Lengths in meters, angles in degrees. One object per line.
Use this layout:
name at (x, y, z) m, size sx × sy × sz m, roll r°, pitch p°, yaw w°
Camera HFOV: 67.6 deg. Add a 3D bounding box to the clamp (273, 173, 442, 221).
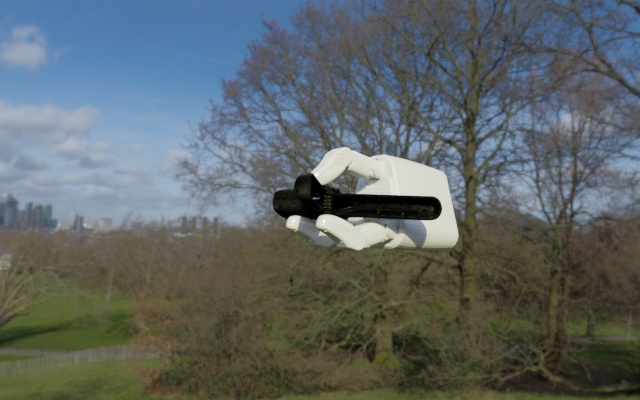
clamp at (0.000, 0.001, 0.521) m, size 0.164 × 0.036 × 0.210 m, roll 12°, pitch -9°, yaw -36°
